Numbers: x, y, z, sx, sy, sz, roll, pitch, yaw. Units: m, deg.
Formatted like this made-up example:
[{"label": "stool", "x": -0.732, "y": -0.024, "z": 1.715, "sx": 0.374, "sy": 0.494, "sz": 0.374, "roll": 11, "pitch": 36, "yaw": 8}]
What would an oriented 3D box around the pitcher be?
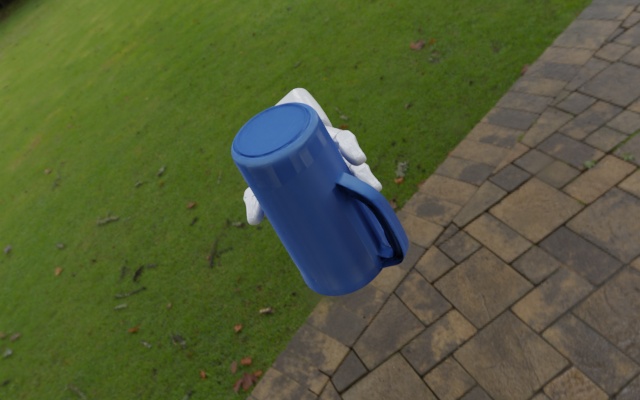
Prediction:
[{"label": "pitcher", "x": 0.000, "y": 0.002, "z": 0.597, "sx": 0.149, "sy": 0.243, "sz": 0.145, "roll": -28, "pitch": 40, "yaw": 2}]
